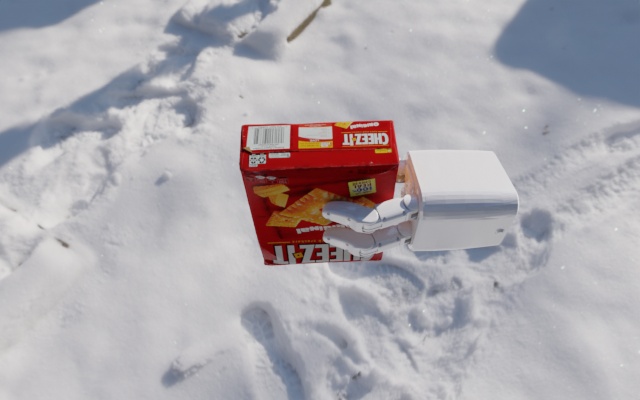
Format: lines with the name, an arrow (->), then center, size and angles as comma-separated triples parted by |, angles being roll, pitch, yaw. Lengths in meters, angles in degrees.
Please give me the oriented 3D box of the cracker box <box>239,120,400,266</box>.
cracker box -> 0.000, 0.002, 0.575 | 0.164, 0.072, 0.214 | -2, -35, 0
